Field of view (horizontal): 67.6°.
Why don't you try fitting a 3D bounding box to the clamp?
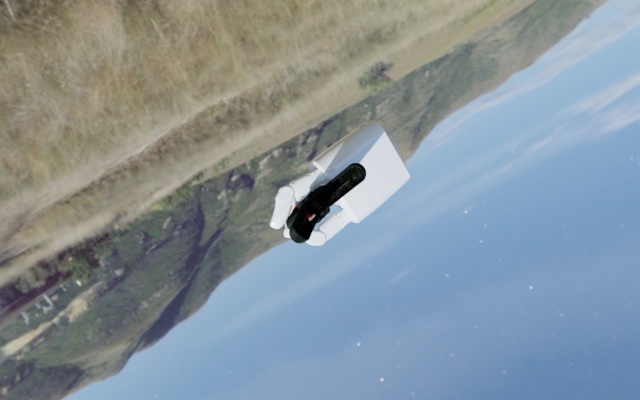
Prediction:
[{"bbox_3d":[0.000,0.003,0.616,0.120,0.039,0.171,-40,8,-6],"label":"clamp"}]
